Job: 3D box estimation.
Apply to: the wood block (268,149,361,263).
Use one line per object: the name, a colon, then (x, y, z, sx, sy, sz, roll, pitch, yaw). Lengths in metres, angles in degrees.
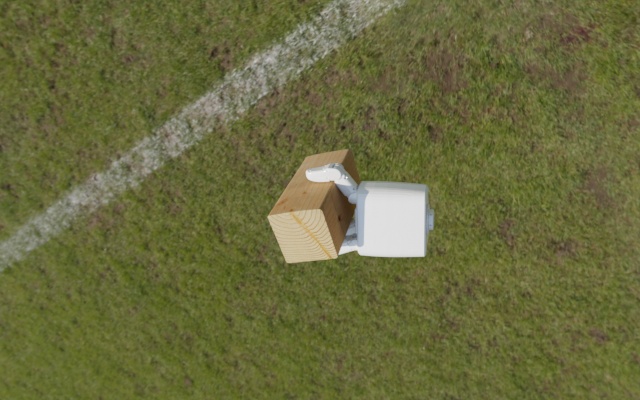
wood block: (0.000, 0.002, 0.796, 0.090, 0.091, 0.206, -8, 27, 21)
